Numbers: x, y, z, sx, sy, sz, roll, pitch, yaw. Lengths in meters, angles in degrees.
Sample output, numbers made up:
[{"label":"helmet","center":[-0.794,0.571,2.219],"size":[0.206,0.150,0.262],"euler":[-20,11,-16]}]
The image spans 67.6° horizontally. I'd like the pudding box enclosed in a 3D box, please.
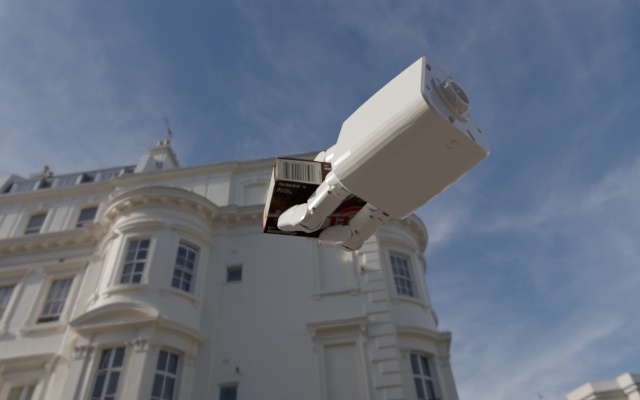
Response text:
[{"label":"pudding box","center":[0.000,0.001,0.507],"size":[0.113,0.039,0.090],"euler":[8,-42,-10]}]
